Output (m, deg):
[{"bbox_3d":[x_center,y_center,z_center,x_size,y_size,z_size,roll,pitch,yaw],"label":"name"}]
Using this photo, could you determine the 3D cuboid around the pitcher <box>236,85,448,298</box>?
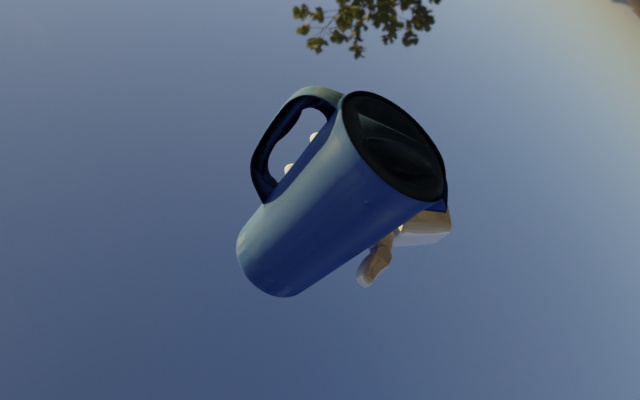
[{"bbox_3d":[0.000,0.002,0.518,0.145,0.149,0.243,2,-34,-42],"label":"pitcher"}]
